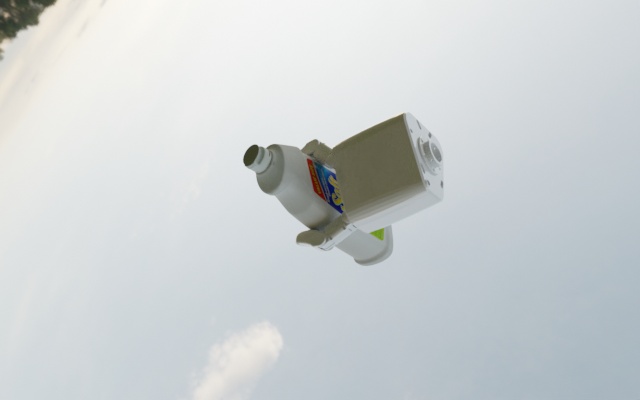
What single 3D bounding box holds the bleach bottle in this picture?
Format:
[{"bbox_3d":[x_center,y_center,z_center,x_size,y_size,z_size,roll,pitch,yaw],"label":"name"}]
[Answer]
[{"bbox_3d":[0.000,0.002,0.633,0.068,0.102,0.251,-25,-38,33],"label":"bleach bottle"}]
